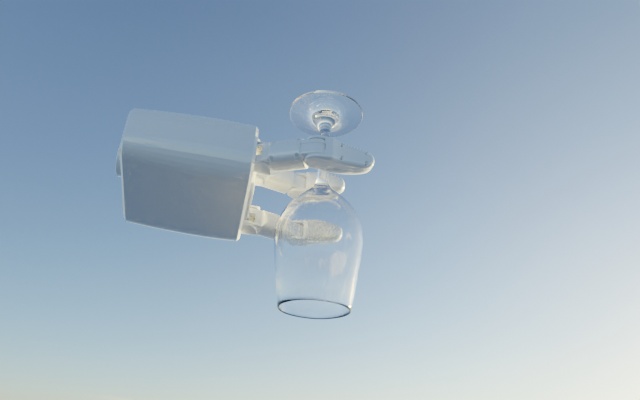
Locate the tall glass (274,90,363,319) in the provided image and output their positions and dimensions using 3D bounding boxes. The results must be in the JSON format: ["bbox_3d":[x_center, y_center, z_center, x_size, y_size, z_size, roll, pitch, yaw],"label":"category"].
[{"bbox_3d":[0.000,0.001,0.436,0.079,0.201,0.079,2,-27,1],"label":"tall glass"}]
